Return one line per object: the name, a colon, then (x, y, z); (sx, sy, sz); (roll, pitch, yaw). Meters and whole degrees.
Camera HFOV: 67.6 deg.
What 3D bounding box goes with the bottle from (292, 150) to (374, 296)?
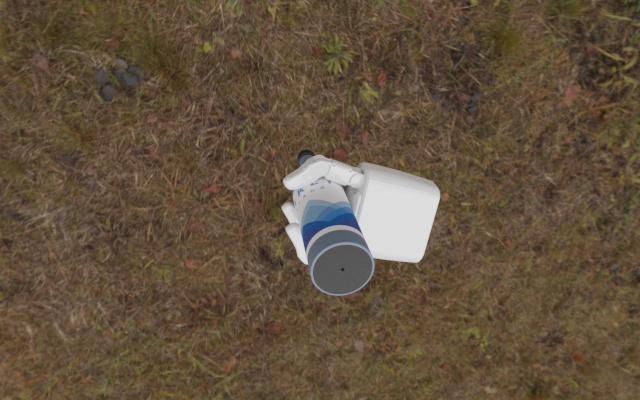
bottle: (0.000, 0.002, 0.611); (0.069, 0.069, 0.295); (0, 28, -10)
